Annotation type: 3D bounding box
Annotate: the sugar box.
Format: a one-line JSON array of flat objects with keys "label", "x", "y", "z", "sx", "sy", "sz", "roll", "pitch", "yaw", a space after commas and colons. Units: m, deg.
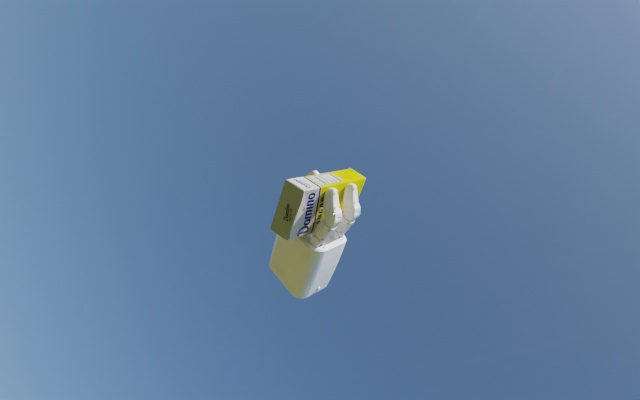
[{"label": "sugar box", "x": 0.001, "y": 0.003, "z": 0.795, "sx": 0.048, "sy": 0.093, "sz": 0.176, "roll": 32, "pitch": 27, "yaw": 26}]
